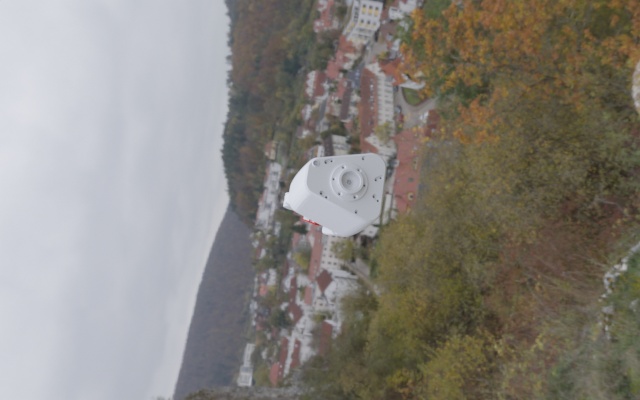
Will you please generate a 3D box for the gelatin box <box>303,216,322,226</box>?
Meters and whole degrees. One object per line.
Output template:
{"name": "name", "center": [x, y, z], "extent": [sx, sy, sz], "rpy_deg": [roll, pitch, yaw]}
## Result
{"name": "gelatin box", "center": [0.000, 0.002, 0.773], "extent": [0.030, 0.073, 0.089], "rpy_deg": [11, -1, -15]}
